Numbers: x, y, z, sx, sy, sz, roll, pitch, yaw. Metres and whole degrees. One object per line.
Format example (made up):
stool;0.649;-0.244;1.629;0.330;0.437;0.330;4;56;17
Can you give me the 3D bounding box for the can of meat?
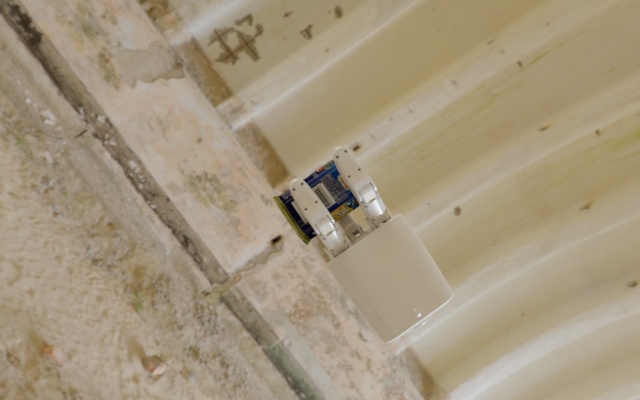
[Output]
can of meat;0.000;0.002;0.543;0.084;0.057;0.102;-34;-10;-2
